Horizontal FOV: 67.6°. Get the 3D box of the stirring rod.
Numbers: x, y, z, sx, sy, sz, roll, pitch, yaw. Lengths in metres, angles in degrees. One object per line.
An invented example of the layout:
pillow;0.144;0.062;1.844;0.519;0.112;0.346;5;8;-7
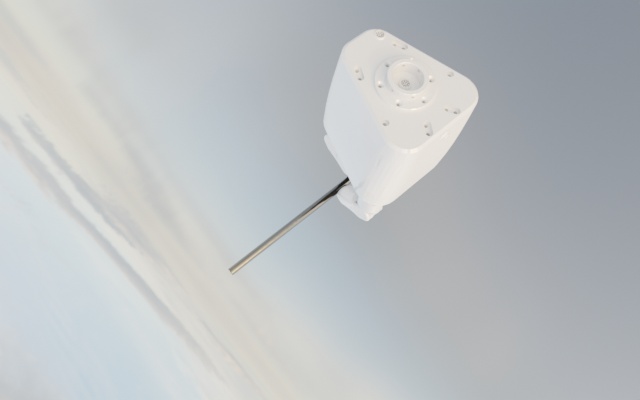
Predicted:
stirring rod;0.000;0.002;0.517;0.239;0.011;0.011;-38;13;-17
